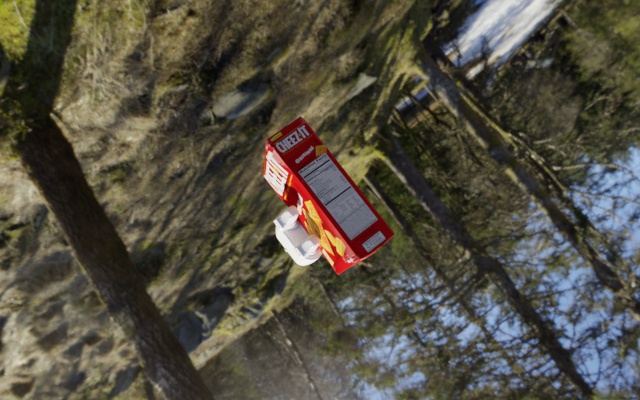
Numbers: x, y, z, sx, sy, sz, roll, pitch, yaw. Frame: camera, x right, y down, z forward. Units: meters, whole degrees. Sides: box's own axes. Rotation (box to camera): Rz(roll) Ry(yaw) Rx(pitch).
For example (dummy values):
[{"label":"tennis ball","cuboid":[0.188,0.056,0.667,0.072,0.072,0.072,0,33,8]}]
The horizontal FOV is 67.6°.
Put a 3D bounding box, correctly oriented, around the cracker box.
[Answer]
[{"label":"cracker box","cuboid":[0.000,0.002,0.724,0.072,0.213,0.164,-36,-6,-16]}]
